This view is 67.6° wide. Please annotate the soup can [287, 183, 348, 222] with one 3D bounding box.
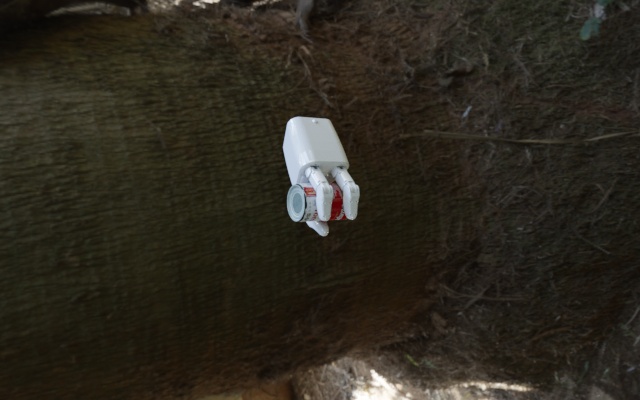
[{"bbox_3d":[0.000,0.003,0.851,0.102,0.068,0.068,-2,1,-32],"label":"soup can"}]
